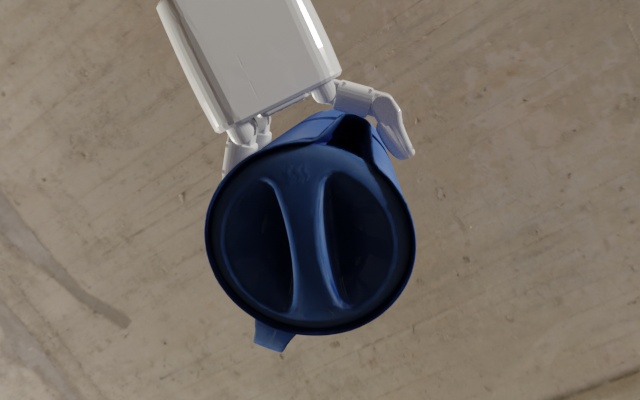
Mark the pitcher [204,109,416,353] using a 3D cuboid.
[{"bbox_3d":[0.000,0.001,0.407,0.149,0.145,0.242,-24,14,14],"label":"pitcher"}]
